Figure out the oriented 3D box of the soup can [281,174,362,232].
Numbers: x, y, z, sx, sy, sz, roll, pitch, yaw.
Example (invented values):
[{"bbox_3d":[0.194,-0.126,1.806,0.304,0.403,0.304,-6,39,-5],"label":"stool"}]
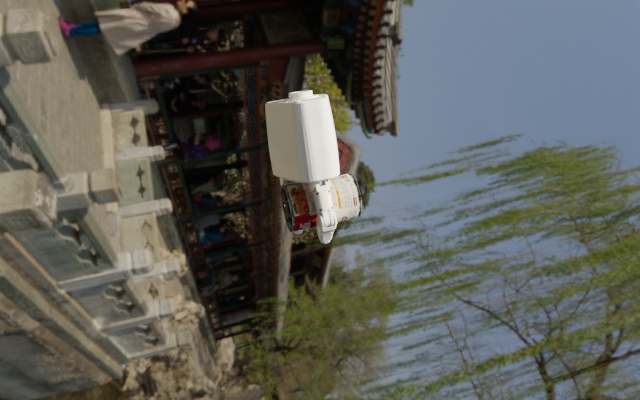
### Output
[{"bbox_3d":[0.000,0.003,0.685,0.102,0.068,0.068,-11,3,-13],"label":"soup can"}]
